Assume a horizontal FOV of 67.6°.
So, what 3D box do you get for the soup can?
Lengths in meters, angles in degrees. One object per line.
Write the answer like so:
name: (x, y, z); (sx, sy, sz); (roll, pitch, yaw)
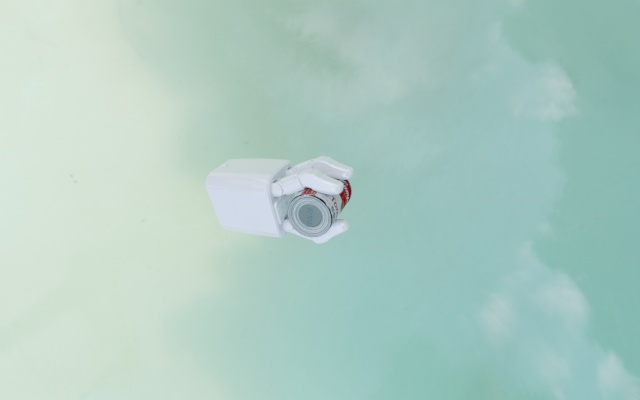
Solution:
soup can: (0.000, 0.003, 0.702); (0.068, 0.068, 0.102); (0, 23, 20)
